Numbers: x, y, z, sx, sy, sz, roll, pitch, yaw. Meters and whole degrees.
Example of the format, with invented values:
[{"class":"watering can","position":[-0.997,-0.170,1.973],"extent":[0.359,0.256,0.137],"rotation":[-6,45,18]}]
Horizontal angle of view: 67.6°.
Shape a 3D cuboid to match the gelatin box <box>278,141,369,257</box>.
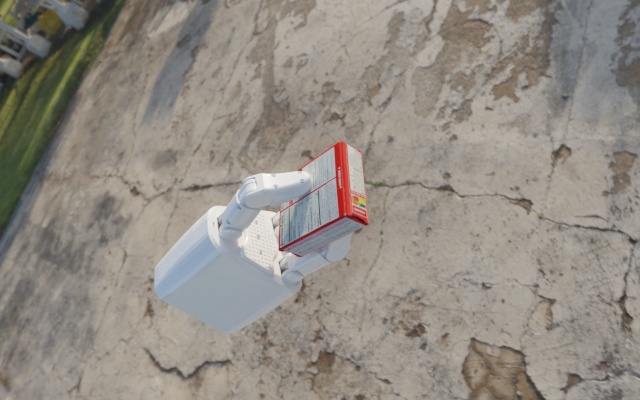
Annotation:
[{"class":"gelatin box","position":[0.000,0.001,0.421],"extent":[0.030,0.073,0.089],"rotation":[22,-38,-35]}]
